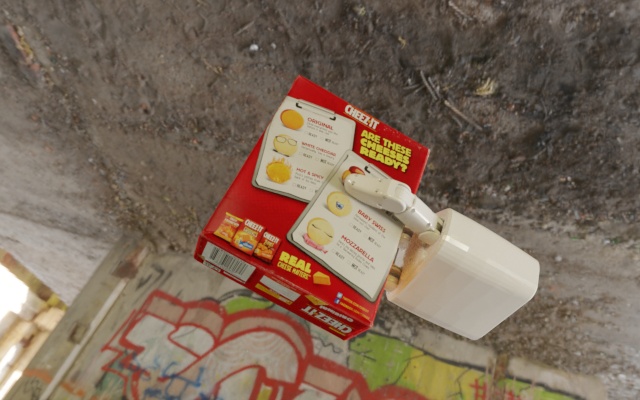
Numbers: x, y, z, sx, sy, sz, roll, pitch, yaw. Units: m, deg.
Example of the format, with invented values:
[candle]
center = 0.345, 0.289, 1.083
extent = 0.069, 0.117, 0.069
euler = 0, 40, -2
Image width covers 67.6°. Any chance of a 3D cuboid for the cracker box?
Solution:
[cracker box]
center = 0.000, 0.002, 0.472
extent = 0.164, 0.213, 0.072
euler = 29, -34, -6
